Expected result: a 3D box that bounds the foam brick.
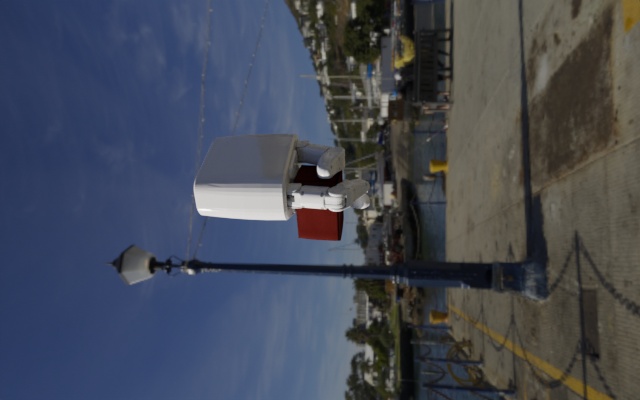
[{"bbox_3d":[0.000,0.002,0.572,0.051,0.078,0.053,0,25,8],"label":"foam brick"}]
